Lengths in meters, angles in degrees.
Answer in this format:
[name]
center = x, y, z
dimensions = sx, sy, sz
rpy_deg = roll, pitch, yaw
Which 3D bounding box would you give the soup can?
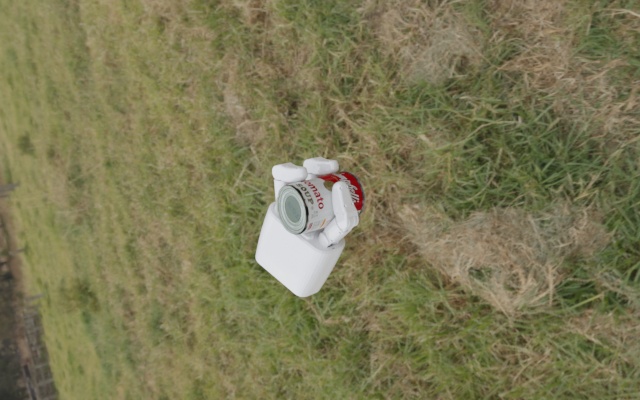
[soup can]
center = 0.000, 0.002, 0.640
dimensions = 0.102, 0.068, 0.068
rpy_deg = -15, 9, -38
